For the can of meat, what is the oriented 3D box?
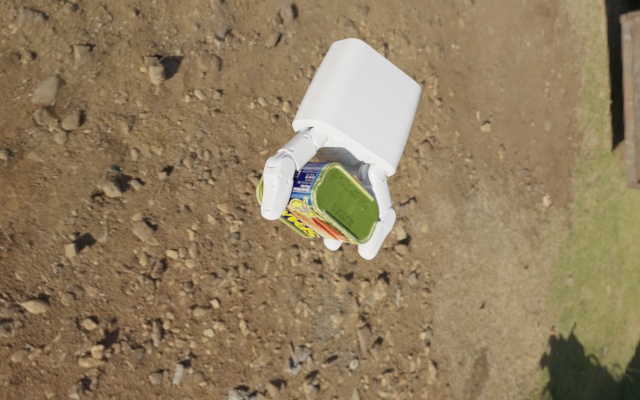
[{"bbox_3d":[0.000,0.002,0.490,0.084,0.057,0.102,5,-27,45],"label":"can of meat"}]
